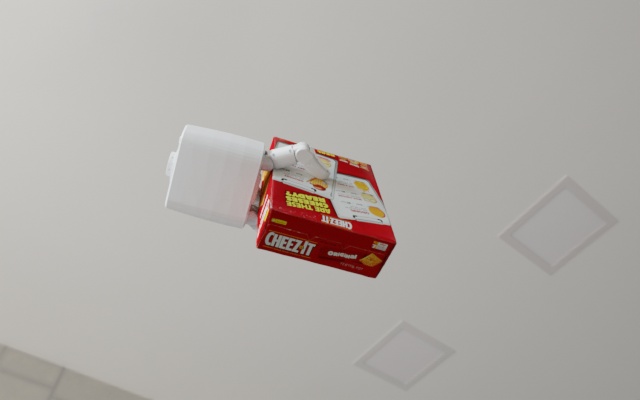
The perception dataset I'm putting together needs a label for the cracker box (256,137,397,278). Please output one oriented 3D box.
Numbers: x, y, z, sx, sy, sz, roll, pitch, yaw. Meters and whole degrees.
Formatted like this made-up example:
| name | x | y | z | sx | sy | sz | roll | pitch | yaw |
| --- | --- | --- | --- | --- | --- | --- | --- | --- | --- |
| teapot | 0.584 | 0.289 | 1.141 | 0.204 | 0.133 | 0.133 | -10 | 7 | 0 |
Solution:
| name | x | y | z | sx | sy | sz | roll | pitch | yaw |
| --- | --- | --- | --- | --- | --- | --- | --- | --- | --- |
| cracker box | 0.000 | 0.002 | 0.666 | 0.164 | 0.072 | 0.213 | 16 | 29 | -13 |
